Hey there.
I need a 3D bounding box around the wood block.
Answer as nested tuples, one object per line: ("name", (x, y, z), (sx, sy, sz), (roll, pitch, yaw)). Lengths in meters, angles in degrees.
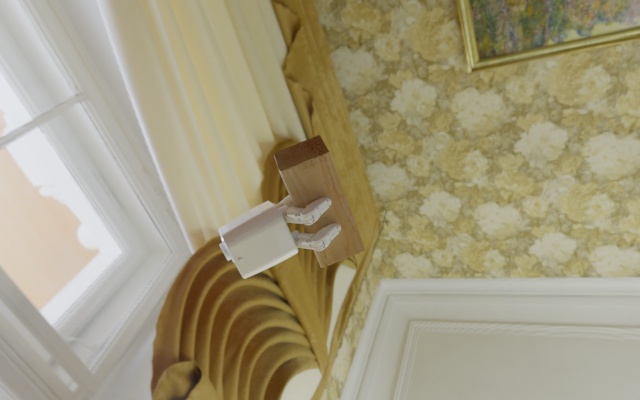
("wood block", (0.000, 0.003, 0.850), (0.090, 0.206, 0.090), (-22, 28, -1))
